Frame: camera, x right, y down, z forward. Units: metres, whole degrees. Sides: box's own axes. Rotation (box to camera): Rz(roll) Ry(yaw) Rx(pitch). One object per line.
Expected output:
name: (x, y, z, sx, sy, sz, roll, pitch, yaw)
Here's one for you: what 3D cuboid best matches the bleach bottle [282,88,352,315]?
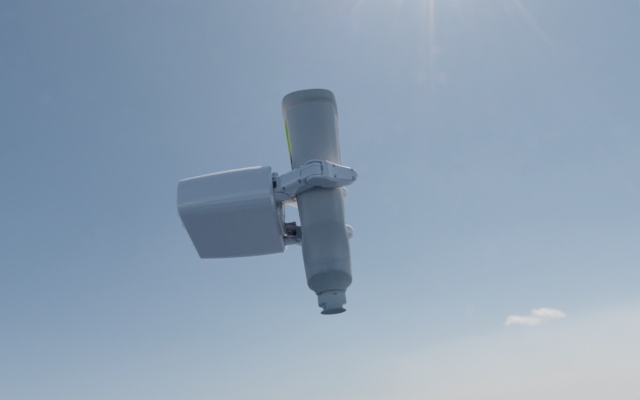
bleach bottle: (0.000, 0.002, 0.552, 0.068, 0.250, 0.103, -7, -24, 1)
